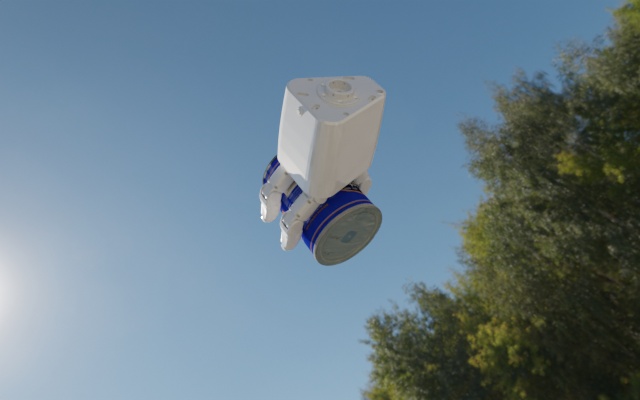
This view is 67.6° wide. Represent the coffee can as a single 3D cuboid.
[{"bbox_3d":[0.000,0.002,0.640,0.103,0.103,0.140,0,40,-44],"label":"coffee can"}]
